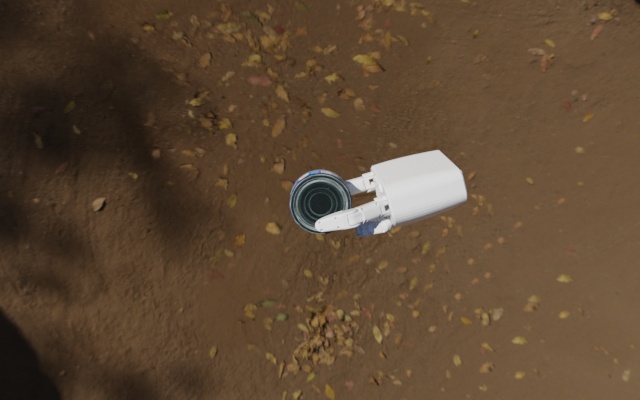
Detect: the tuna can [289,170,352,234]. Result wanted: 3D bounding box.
[{"bbox_3d":[0.000,0.002,0.653,0.086,0.086,0.033,0,12,0],"label":"tuna can"}]
